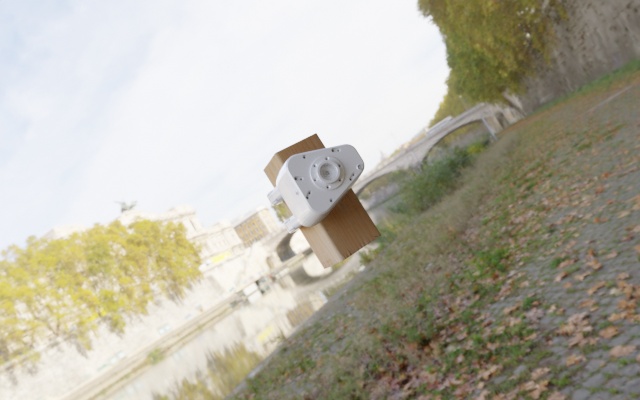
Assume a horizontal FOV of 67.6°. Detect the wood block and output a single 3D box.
[{"bbox_3d":[0.000,0.002,0.824,0.091,0.206,0.090,-30,-4,-25],"label":"wood block"}]
